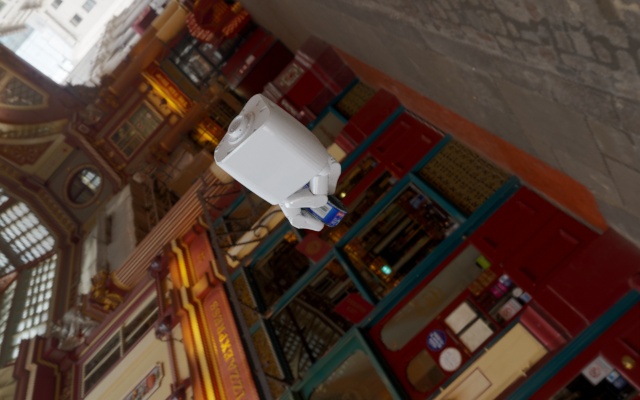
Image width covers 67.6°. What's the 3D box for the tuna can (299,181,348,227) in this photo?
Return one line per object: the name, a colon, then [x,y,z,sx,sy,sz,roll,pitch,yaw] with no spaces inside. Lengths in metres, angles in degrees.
tuna can: [0.000,0.003,0.748,0.086,0.034,0.086,38,9,-7]
